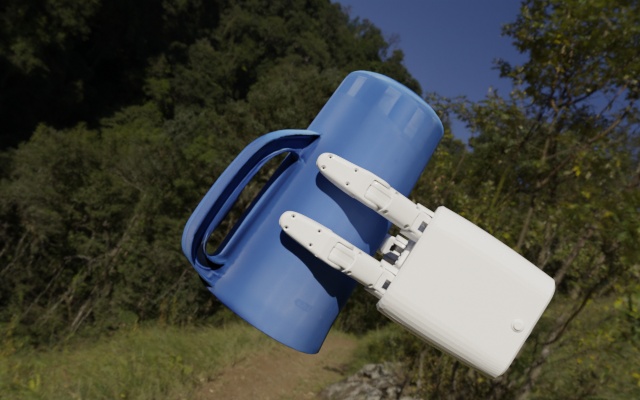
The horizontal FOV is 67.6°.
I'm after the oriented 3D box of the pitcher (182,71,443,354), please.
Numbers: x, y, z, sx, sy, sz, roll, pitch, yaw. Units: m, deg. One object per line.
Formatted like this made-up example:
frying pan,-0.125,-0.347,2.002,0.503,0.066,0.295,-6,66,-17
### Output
pitcher,0.000,0.002,0.439,0.145,0.243,0.149,33,-3,9
